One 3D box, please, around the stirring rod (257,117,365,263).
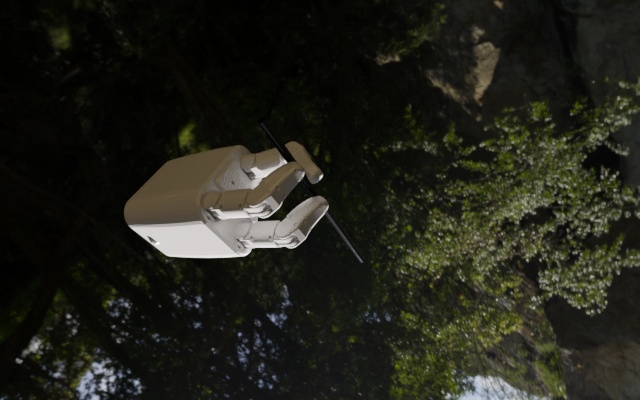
[{"bbox_3d":[0.000,0.001,0.489,0.011,0.011,0.240,0,-35,31],"label":"stirring rod"}]
